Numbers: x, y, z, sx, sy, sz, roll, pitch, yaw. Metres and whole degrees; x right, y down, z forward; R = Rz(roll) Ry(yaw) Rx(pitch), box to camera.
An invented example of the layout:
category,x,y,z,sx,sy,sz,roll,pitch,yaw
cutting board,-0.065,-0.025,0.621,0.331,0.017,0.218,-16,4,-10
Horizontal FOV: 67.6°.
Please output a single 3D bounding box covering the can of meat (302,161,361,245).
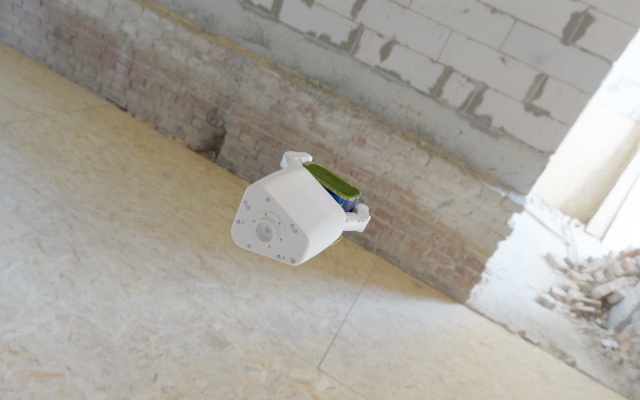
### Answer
category,x,y,z,sx,sy,sz,roll,pitch,yaw
can of meat,0.000,0.002,0.712,0.102,0.084,0.057,34,27,18
